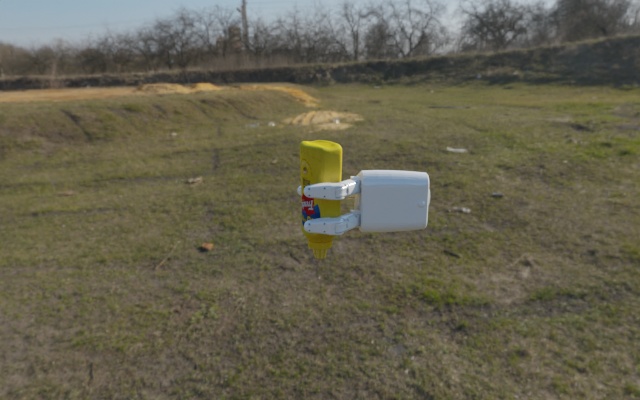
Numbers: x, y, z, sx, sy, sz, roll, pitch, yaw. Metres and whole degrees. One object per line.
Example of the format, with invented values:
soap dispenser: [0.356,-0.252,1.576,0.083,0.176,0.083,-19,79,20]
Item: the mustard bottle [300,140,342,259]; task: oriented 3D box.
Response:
mustard bottle: [0.000,0.002,0.773,0.058,0.192,0.096,-7,17,-24]
